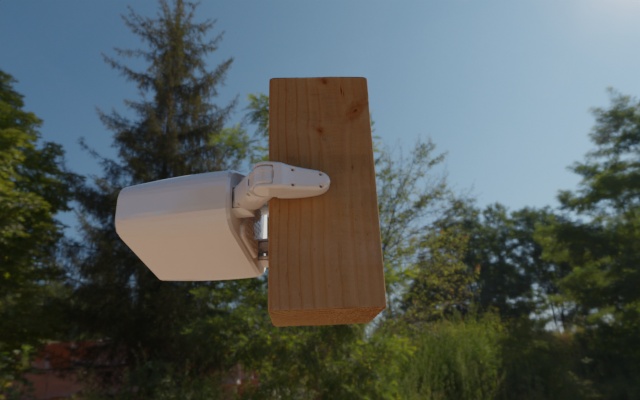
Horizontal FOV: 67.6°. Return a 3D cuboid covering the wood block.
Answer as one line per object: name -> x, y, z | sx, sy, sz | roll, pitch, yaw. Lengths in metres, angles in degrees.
wood block -> 0.000, 0.001, 0.429 | 0.090, 0.206, 0.091 | -1, -21, -3
